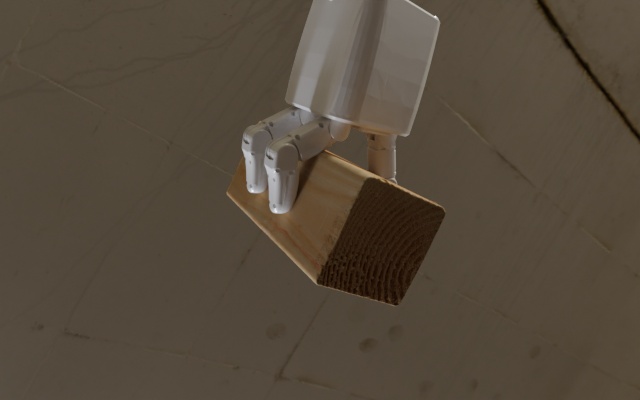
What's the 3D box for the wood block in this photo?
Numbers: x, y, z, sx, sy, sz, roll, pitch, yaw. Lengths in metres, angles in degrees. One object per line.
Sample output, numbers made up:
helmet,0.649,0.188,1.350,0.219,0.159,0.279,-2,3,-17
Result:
wood block,0.000,0.001,0.441,0.091,0.090,0.206,21,8,-34
